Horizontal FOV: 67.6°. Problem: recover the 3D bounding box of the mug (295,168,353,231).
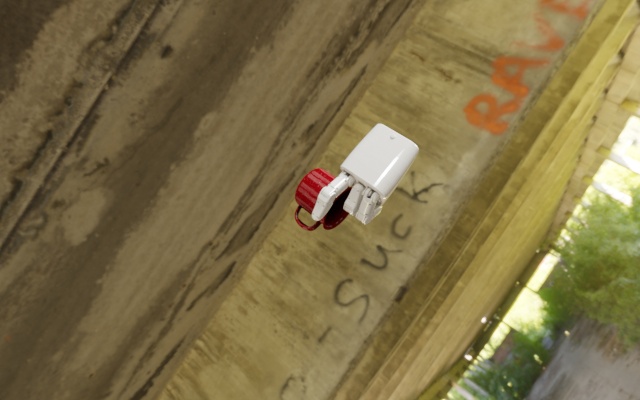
[{"bbox_3d":[-0.001,0.004,0.876,0.081,0.117,0.093,37,-7,25],"label":"mug"}]
